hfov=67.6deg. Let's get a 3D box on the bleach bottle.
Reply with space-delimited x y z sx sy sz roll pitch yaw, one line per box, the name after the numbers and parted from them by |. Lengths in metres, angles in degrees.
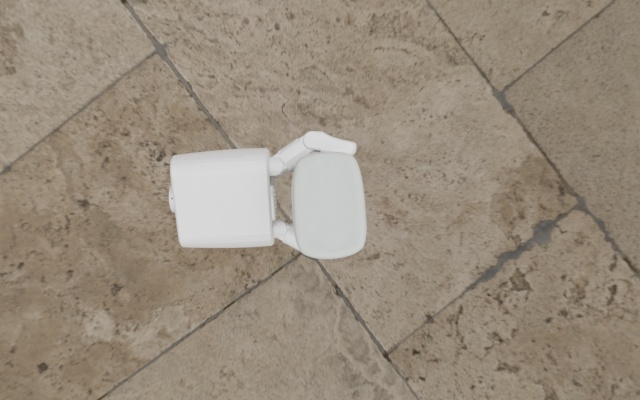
0.000 0.002 0.557 0.068 0.102 0.251 -4 1 -4 | bleach bottle
